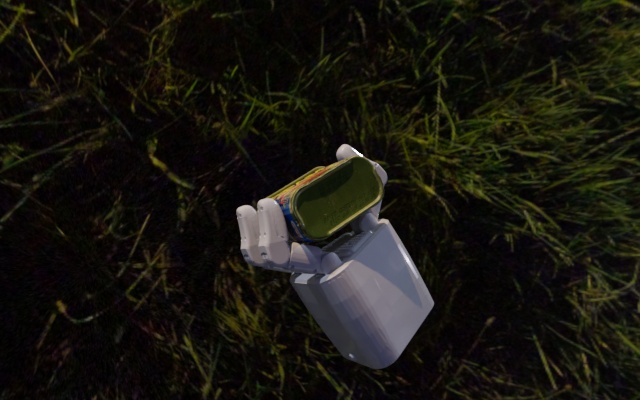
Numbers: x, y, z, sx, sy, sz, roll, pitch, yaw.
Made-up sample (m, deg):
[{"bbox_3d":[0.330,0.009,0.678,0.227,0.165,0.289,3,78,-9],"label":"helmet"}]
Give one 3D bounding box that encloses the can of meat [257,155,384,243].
[{"bbox_3d":[0.000,0.001,0.464,0.102,0.057,0.084,-33,8,-25],"label":"can of meat"}]
